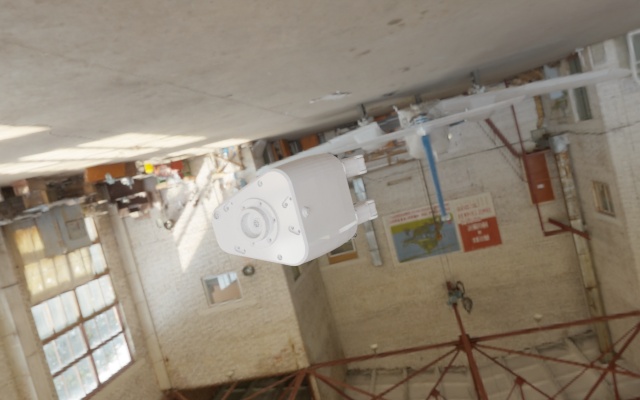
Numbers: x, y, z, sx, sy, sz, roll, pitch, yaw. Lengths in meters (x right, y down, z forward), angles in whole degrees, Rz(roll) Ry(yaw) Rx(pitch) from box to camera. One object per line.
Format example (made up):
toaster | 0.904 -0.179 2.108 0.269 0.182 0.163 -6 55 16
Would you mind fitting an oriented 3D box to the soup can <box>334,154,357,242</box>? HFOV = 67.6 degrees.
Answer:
soup can | 0.000 0.002 0.573 0.068 0.102 0.068 -15 4 1
